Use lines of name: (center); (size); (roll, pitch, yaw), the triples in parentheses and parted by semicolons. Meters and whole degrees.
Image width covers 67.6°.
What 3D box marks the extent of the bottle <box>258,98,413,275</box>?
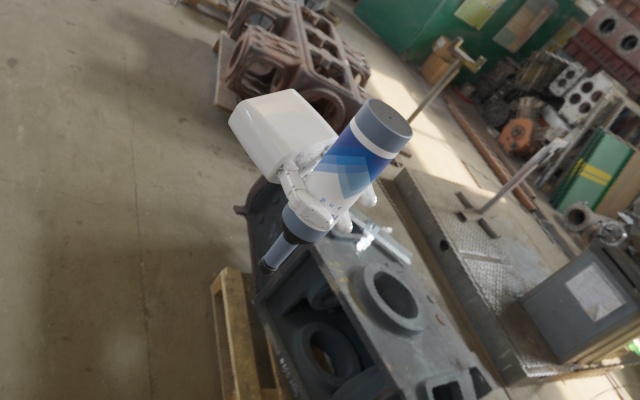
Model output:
bottle: (0.000, 0.002, 0.619); (0.069, 0.069, 0.296); (0, -41, -46)
